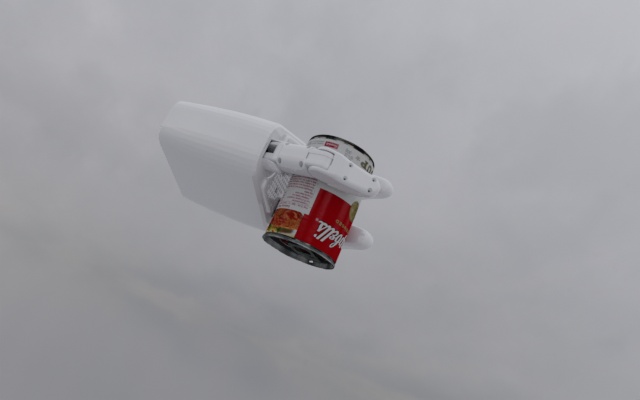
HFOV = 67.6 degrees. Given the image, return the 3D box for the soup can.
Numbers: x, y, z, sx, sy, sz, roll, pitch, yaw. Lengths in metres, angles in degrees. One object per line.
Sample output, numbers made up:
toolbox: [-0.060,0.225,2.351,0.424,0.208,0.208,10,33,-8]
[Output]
soup can: [0.001,0.001,0.426,0.068,0.102,0.068,22,-18,7]
